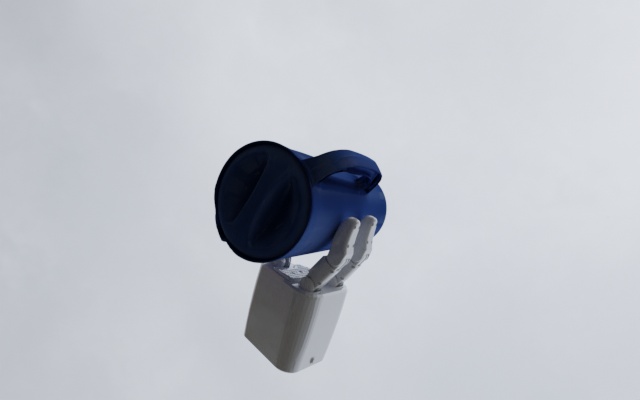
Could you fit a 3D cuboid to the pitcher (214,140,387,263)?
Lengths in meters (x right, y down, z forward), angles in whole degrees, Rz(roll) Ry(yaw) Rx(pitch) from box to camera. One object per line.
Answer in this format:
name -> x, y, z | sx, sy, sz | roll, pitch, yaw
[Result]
pitcher -> 0.000, 0.002, 0.607 | 0.149, 0.145, 0.243 | 19, 7, 30
